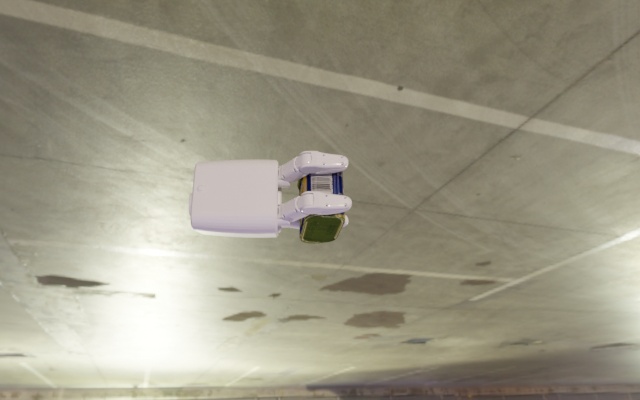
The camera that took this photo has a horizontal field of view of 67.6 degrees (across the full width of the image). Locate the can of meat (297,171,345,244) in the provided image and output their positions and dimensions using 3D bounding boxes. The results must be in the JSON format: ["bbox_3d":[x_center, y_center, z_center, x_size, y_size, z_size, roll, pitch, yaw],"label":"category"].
[{"bbox_3d":[0.000,0.002,0.634,0.057,0.084,0.102,2,-25,-7],"label":"can of meat"}]
